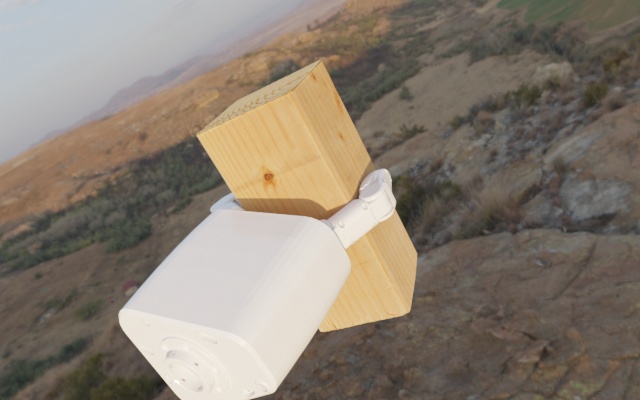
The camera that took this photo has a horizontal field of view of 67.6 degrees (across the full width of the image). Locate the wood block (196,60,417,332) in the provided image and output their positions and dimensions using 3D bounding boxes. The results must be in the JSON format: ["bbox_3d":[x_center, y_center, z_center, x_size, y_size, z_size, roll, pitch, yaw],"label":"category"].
[{"bbox_3d":[0.000,0.001,0.412,0.091,0.206,0.090,-19,23,25],"label":"wood block"}]
